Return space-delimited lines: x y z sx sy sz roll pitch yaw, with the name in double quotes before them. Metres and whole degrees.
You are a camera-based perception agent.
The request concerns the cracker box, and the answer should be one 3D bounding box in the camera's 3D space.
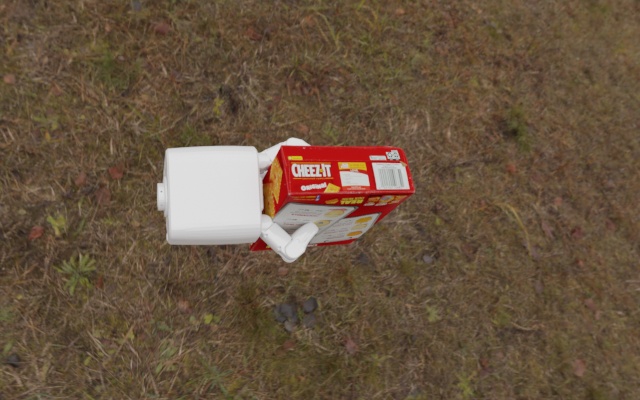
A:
"cracker box" 0.000 0.002 0.646 0.164 0.072 0.214 -2 -21 -21
